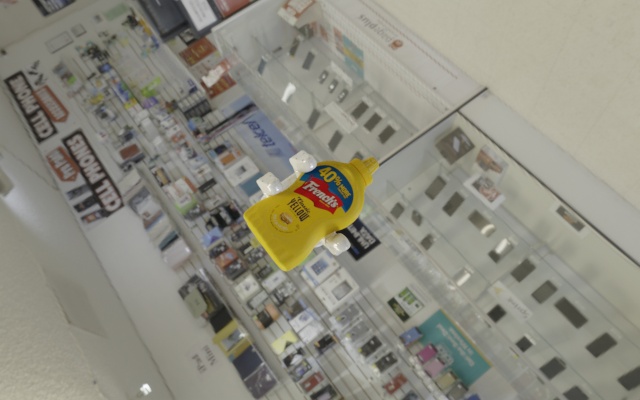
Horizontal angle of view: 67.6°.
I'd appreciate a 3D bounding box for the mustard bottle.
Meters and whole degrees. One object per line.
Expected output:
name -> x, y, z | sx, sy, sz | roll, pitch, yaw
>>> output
mustard bottle -> 0.000, 0.002, 0.641 | 0.191, 0.096, 0.058 | -36, -22, -12
